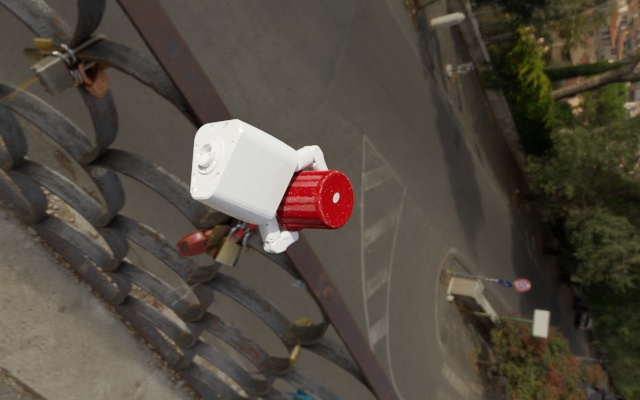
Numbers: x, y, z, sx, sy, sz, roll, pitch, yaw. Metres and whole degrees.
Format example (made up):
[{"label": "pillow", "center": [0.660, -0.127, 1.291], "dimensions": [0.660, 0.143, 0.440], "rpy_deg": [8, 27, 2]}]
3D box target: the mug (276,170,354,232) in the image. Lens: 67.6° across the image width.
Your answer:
[{"label": "mug", "center": [0.001, 0.003, 0.681], "dimensions": [0.081, 0.093, 0.117], "rpy_deg": [0, -15, 40]}]
